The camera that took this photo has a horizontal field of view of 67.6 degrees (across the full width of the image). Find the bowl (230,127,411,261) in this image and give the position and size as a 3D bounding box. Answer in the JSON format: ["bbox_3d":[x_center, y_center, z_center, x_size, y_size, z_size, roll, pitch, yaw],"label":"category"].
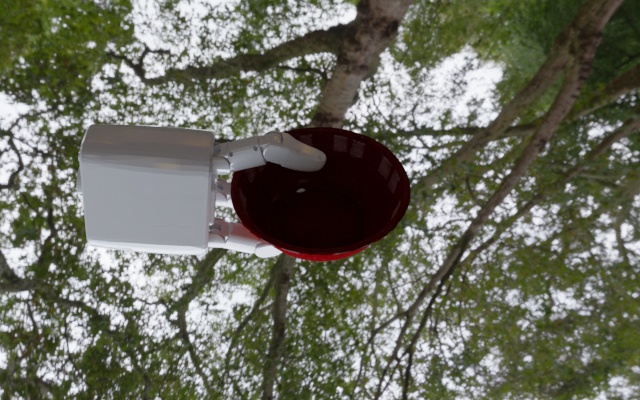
[{"bbox_3d":[0.001,0.002,0.448,0.162,0.162,0.055,0,-43,1],"label":"bowl"}]
